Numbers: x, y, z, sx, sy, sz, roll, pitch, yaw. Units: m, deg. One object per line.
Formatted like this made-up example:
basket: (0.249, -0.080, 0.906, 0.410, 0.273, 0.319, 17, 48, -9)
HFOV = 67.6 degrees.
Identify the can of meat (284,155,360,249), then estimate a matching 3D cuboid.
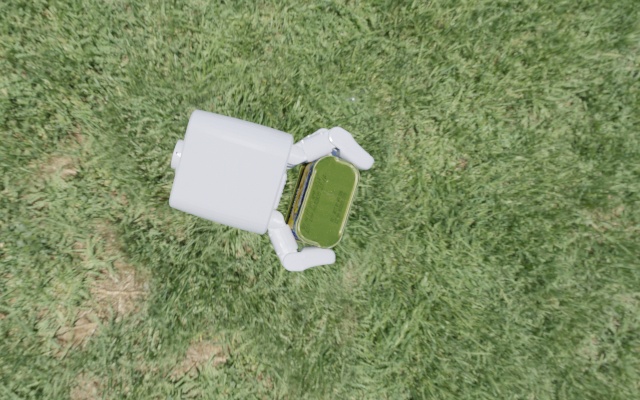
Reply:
can of meat: (0.000, 0.002, 0.533, 0.057, 0.102, 0.084, 18, -4, -10)
